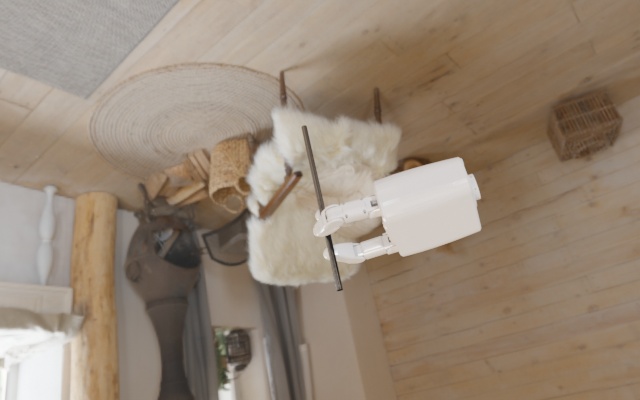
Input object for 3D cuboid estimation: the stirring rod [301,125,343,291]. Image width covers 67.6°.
[{"bbox_3d":[0.000,0.002,0.628,0.011,0.239,0.011,-10,-25,-5],"label":"stirring rod"}]
